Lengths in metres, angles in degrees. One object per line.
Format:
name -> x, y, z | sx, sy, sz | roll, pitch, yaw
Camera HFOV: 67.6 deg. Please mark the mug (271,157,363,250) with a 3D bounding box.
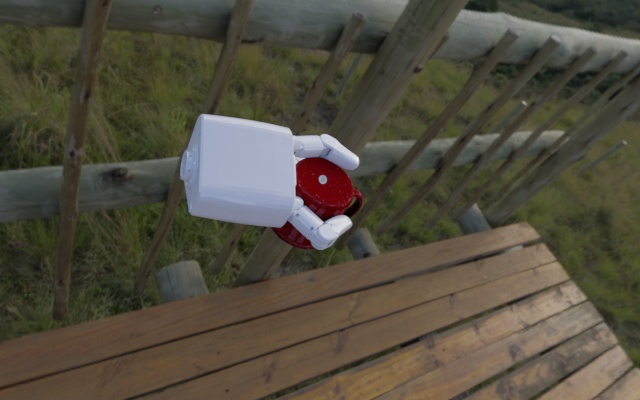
mug -> 0.001, 0.002, 0.600 | 0.117, 0.093, 0.081 | 8, -41, -26
